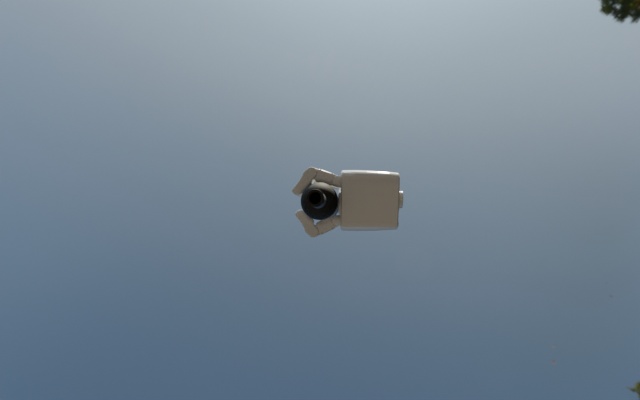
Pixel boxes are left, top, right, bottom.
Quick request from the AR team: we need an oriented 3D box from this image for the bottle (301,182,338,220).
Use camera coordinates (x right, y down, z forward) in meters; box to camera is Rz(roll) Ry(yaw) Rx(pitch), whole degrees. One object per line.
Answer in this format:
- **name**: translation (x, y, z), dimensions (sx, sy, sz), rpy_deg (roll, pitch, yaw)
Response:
- **bottle**: translation (0.000, 0.003, 0.879), dimensions (0.069, 0.069, 0.296), rpy_deg (0, -3, 3)
